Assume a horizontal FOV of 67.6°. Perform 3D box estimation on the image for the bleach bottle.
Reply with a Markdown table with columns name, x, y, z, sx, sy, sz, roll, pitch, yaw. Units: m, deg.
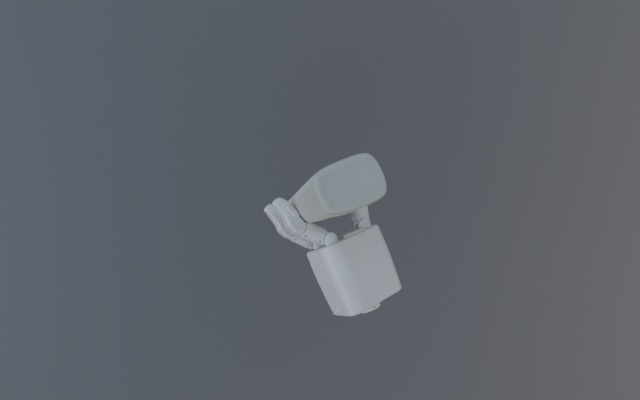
| name | x | y | z | sx | sy | sz | roll | pitch | yaw |
| --- | --- | --- | --- | --- | --- | --- | --- | --- | --- |
| bleach bottle | 0.000 | 0.002 | 0.725 | 0.102 | 0.068 | 0.251 | -21 | -4 | -21 |
